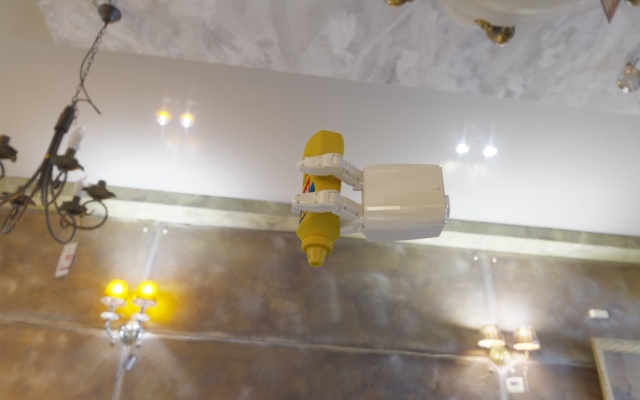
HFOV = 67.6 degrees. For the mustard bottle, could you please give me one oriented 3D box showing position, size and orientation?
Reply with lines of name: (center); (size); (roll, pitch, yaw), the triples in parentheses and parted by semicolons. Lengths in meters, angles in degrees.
mustard bottle: (0.000, 0.002, 0.669); (0.058, 0.191, 0.096); (11, -33, -12)
